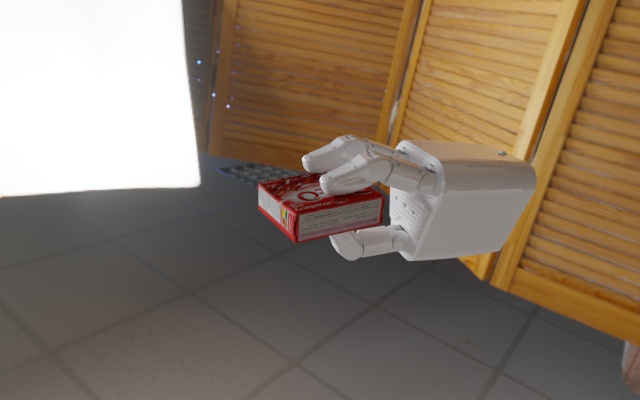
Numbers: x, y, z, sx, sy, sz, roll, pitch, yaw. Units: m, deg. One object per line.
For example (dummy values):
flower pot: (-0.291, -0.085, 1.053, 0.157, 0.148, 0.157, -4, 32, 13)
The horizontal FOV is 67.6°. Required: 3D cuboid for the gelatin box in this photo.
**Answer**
gelatin box: (0.000, 0.002, 0.417, 0.089, 0.030, 0.073, -11, 27, -28)
